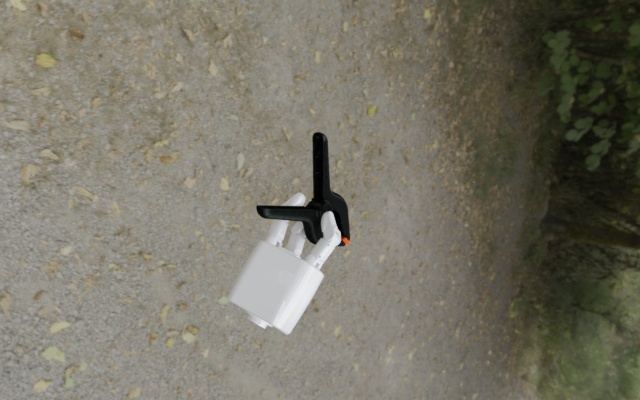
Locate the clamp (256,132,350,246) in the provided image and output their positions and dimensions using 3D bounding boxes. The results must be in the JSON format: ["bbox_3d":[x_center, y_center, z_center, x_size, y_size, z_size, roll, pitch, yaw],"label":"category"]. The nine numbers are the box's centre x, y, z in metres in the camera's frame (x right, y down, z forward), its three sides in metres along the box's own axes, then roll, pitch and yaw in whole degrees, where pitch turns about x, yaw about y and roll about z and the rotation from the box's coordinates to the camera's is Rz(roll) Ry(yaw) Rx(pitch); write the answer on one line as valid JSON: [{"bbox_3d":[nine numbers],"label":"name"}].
[{"bbox_3d":[0.001,0.003,0.784,0.036,0.164,0.210,20,-18,42],"label":"clamp"}]
